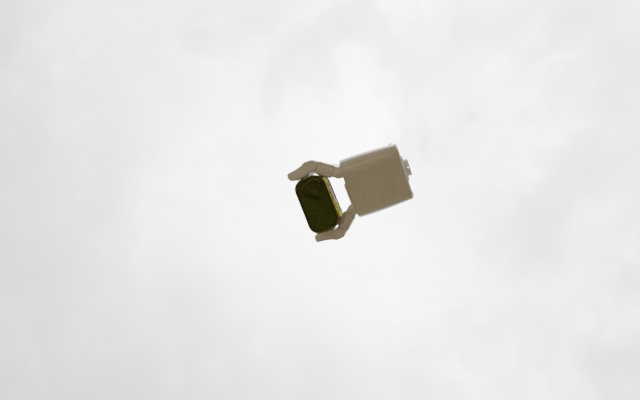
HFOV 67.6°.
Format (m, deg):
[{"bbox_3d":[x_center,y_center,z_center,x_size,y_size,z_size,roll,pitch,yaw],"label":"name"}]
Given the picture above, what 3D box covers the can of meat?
[{"bbox_3d":[0.000,0.003,0.880,0.057,0.102,0.084,-21,2,11],"label":"can of meat"}]
